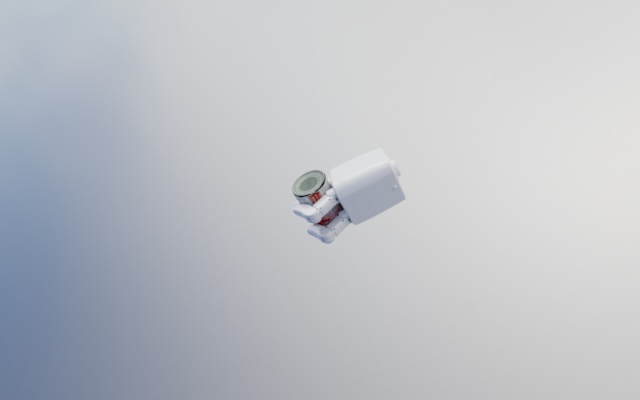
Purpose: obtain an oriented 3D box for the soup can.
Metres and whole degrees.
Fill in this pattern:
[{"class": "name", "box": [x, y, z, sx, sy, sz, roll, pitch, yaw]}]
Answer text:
[{"class": "soup can", "box": [0.000, 0.003, 0.869, 0.068, 0.068, 0.102, 0, -43, 36]}]
